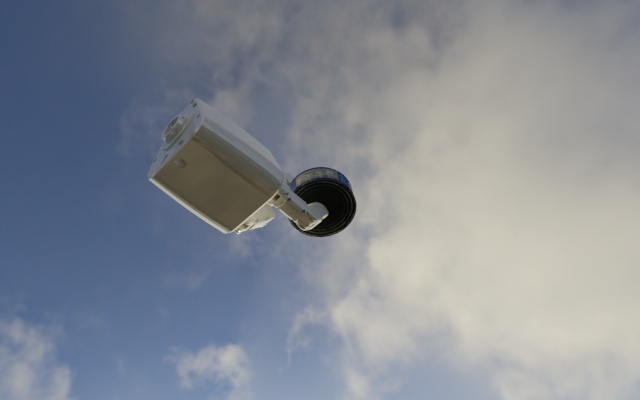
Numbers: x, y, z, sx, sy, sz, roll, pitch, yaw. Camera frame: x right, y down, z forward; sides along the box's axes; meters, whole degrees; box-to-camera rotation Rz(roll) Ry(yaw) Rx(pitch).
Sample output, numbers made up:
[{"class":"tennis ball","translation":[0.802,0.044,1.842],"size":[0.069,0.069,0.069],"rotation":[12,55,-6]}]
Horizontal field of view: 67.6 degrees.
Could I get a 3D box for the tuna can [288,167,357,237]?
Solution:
[{"class":"tuna can","translation":[0.000,0.002,0.594],"size":[0.086,0.086,0.033],"rotation":[0,33,-6]}]
